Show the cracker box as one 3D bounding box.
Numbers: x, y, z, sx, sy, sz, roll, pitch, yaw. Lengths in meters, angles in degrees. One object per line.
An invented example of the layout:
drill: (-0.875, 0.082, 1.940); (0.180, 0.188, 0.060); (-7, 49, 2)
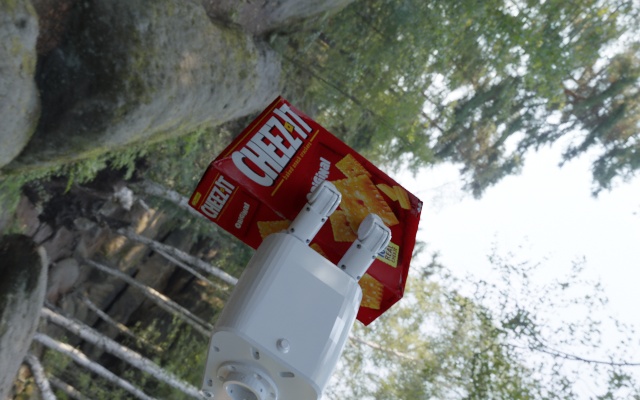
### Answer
cracker box: (0.000, 0.002, 0.504); (0.214, 0.072, 0.164); (36, 38, -5)
